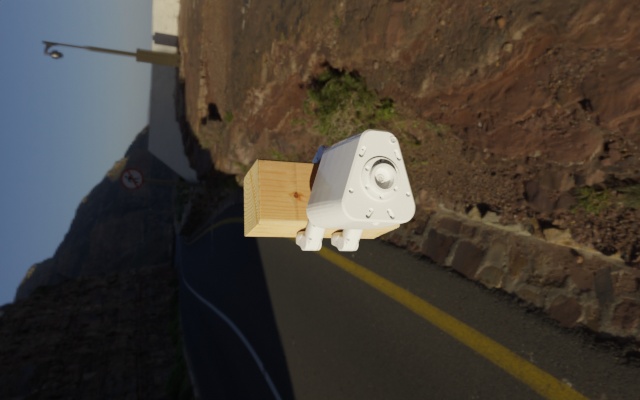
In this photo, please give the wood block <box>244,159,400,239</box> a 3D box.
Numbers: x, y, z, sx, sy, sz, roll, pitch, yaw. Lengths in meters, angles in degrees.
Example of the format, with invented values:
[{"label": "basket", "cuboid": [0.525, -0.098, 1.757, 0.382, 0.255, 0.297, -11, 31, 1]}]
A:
[{"label": "wood block", "cuboid": [0.000, 0.002, 0.694, 0.206, 0.090, 0.090, 3, -17, -21]}]
